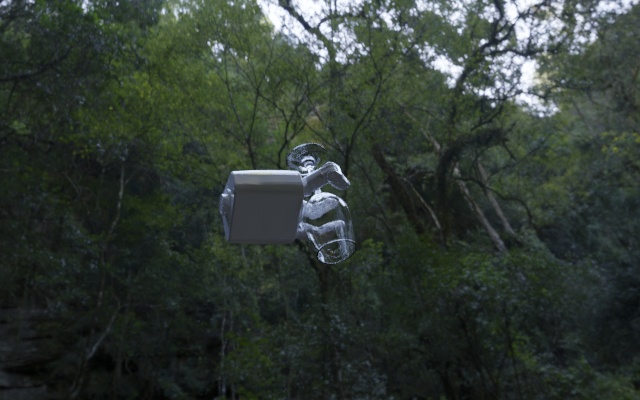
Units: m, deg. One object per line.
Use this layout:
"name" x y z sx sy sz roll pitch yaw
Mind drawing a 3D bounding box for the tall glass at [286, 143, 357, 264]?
"tall glass" 0.000 0.002 0.766 0.079 0.201 0.079 -11 -39 -9
